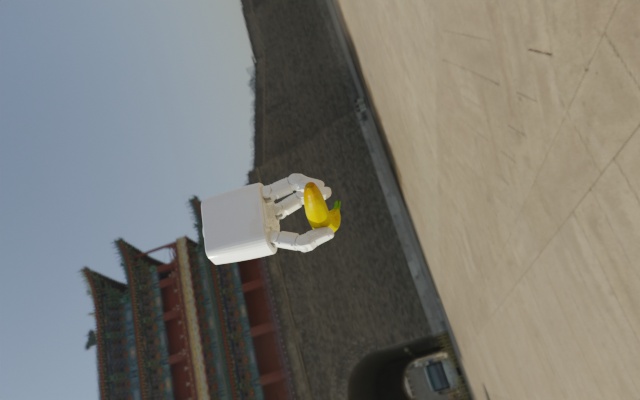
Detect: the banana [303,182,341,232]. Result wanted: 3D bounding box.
[{"bbox_3d":[0.003,0.021,0.777,0.037,0.069,0.198,-8,-10,11],"label":"banana"}]
